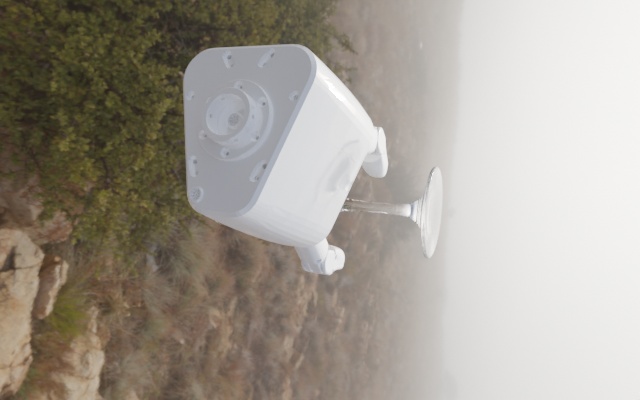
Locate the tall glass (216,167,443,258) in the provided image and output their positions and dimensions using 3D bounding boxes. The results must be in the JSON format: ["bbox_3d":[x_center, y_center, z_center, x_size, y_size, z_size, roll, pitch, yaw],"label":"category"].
[{"bbox_3d":[0.001,0.002,0.423,0.201,0.079,0.079,5,2,23],"label":"tall glass"}]
